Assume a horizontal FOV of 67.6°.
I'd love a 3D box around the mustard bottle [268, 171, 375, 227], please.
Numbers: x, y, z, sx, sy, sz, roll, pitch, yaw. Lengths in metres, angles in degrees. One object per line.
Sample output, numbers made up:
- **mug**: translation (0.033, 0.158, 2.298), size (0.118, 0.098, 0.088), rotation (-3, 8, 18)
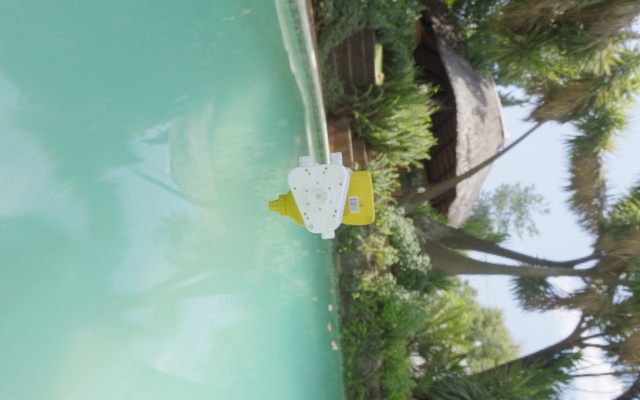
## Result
- **mustard bottle**: translation (0.000, 0.003, 0.874), size (0.191, 0.096, 0.058), rotation (-5, 25, 4)
